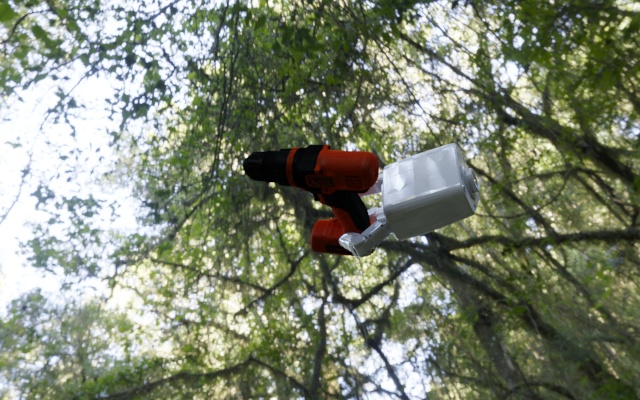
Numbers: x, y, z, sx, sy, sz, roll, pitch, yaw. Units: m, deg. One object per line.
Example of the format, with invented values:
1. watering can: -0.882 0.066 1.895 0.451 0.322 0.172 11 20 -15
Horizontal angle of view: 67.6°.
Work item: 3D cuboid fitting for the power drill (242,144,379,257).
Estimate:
1. power drill: 0.000 0.002 0.661 0.184 0.057 0.188 5 -37 23
